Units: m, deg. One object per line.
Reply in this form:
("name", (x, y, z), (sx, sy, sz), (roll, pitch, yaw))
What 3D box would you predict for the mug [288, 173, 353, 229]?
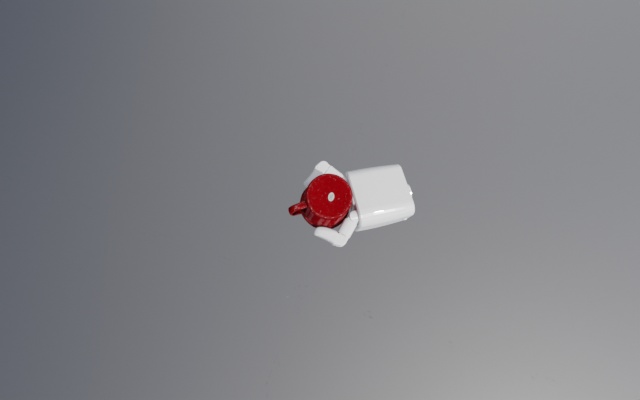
("mug", (-0.001, 0.003, 0.842), (0.117, 0.093, 0.081), (-13, -10, -8))
